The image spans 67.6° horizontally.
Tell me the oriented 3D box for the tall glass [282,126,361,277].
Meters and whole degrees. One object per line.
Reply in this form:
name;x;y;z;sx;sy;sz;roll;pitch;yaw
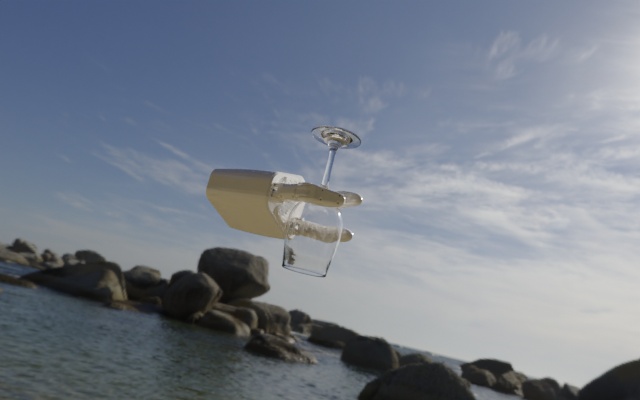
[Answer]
tall glass;0.000;0.002;0.666;0.079;0.201;0.079;12;-14;3
